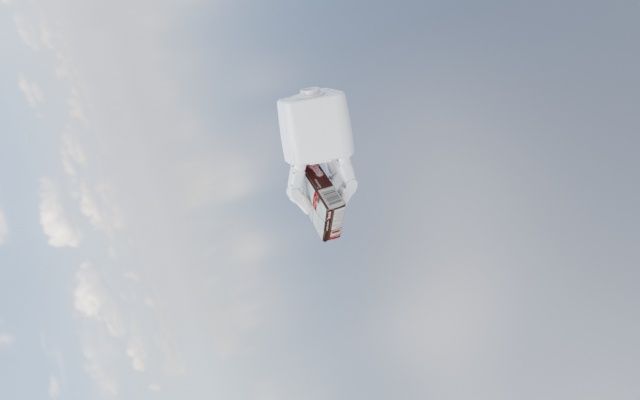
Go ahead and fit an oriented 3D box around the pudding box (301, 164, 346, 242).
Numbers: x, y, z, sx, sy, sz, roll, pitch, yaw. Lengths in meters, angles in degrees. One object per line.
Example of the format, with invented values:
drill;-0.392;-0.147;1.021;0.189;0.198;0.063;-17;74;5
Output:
pudding box;0.000;0.003;0.848;0.039;0.113;0.090;-16;-39;-19
